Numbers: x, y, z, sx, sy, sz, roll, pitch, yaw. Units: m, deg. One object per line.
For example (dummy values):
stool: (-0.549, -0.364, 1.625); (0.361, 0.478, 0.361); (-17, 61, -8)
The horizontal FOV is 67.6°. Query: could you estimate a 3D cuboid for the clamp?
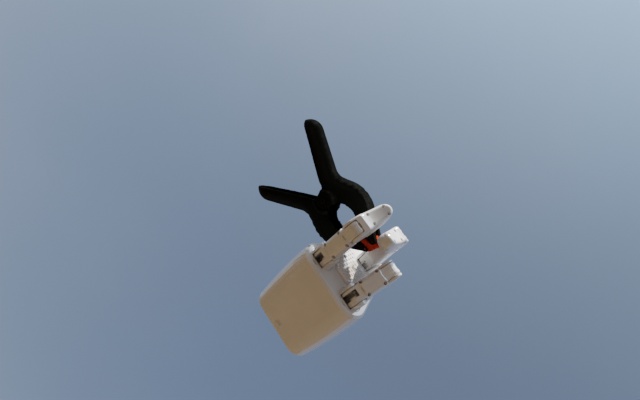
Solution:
clamp: (0.001, 0.002, 0.573); (0.120, 0.171, 0.039); (-45, -17, 31)
